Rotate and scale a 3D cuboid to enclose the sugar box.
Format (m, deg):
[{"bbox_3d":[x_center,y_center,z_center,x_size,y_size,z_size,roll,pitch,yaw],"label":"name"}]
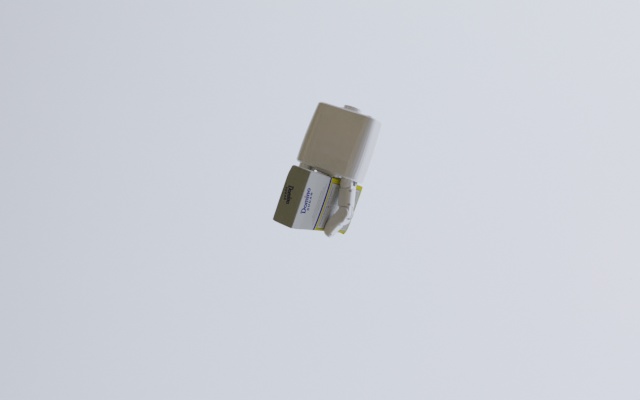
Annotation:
[{"bbox_3d":[0.000,0.002,0.788,0.048,0.093,0.176,22,5,34],"label":"sugar box"}]
